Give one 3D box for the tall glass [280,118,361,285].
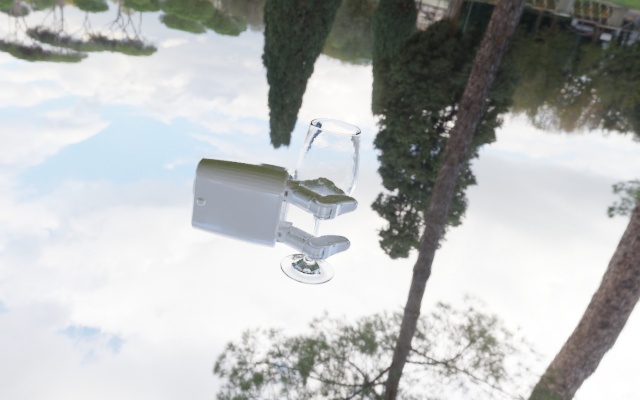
[{"bbox_3d":[0.000,0.003,0.601,0.079,0.201,0.079,10,23,-4],"label":"tall glass"}]
